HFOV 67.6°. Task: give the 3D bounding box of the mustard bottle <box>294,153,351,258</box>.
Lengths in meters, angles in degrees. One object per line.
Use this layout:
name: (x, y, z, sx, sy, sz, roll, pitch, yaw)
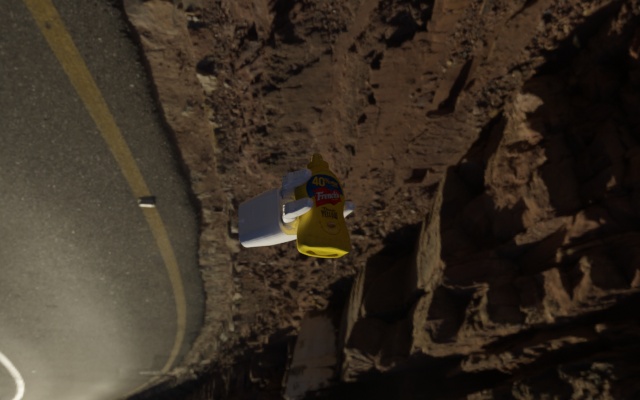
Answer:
mustard bottle: (0.000, 0.003, 0.855, 0.096, 0.191, 0.058, 10, -29, -30)
